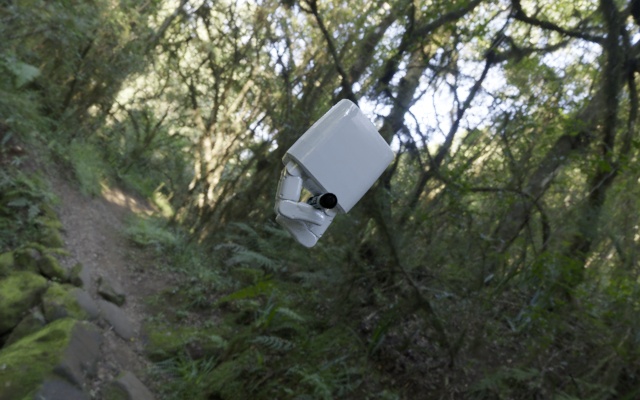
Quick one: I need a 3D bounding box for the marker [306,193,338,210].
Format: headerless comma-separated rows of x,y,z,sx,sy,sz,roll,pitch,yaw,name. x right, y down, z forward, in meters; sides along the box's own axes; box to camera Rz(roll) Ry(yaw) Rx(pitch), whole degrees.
0.000,0.002,0.590,0.020,0.020,0.121,0,-2,-11,marker
